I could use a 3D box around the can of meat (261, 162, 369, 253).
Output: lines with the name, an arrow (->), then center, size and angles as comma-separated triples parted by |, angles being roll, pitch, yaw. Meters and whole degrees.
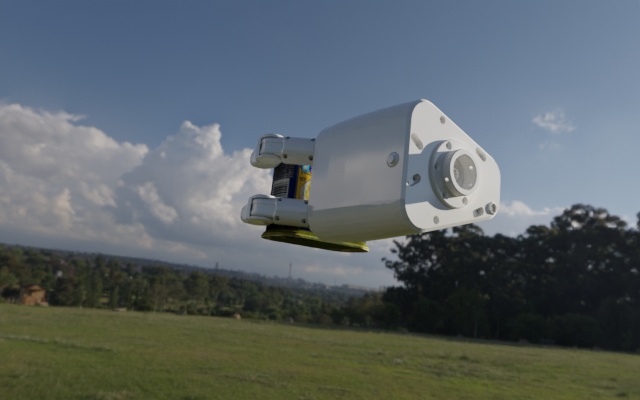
can of meat -> 0.000, 0.001, 0.457 | 0.102, 0.084, 0.057 | 13, -12, -31
